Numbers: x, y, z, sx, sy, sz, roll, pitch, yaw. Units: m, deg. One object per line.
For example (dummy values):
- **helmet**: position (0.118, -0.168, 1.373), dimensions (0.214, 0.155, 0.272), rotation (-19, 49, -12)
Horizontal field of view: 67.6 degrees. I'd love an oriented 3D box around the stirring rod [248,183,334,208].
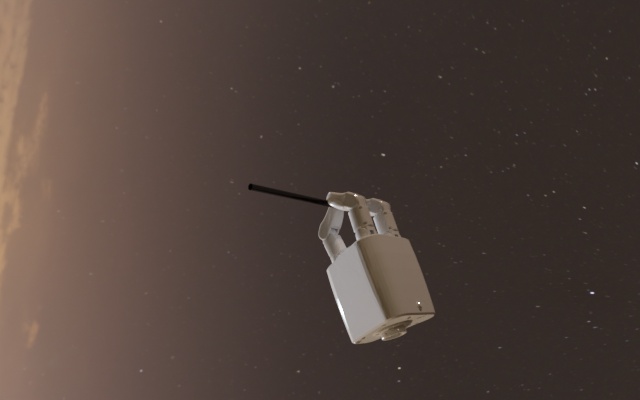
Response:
- **stirring rod**: position (0.000, 0.002, 0.644), dimensions (0.011, 0.011, 0.239), rotation (0, -9, 44)
